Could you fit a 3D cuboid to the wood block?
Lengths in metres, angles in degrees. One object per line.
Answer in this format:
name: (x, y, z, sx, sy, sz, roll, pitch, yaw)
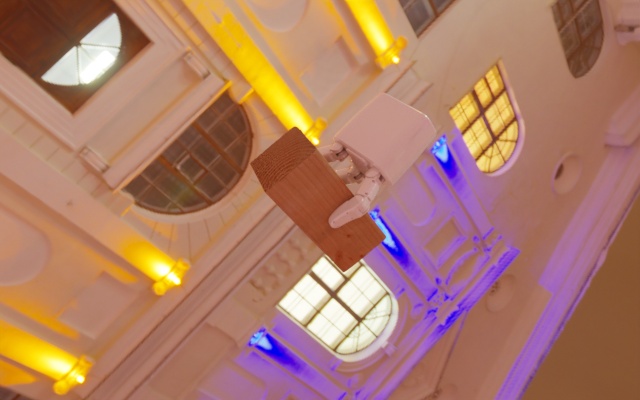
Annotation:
wood block: (0.001, 0.002, 0.711, 0.206, 0.090, 0.090, 49, 3, -37)
